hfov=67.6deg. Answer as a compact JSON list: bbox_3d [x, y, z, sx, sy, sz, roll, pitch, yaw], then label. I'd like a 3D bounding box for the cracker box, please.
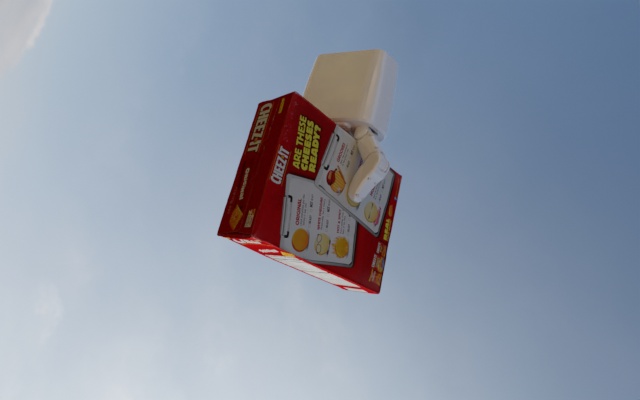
[{"bbox_3d":[0.000,0.002,0.563,0.072,0.164,0.214,-4,-26,44],"label":"cracker box"}]
